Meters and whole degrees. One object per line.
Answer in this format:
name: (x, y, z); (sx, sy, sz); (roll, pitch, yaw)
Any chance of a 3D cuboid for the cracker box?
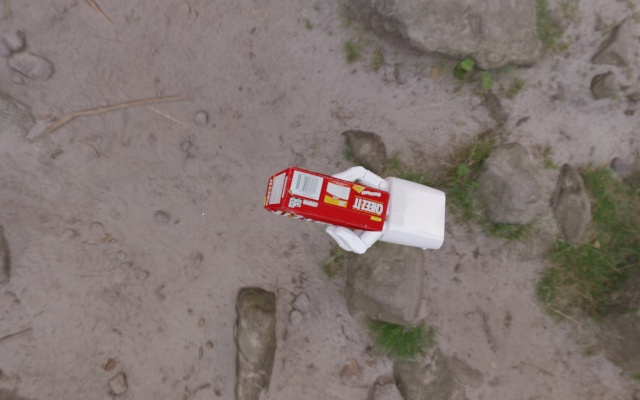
cracker box: (0.000, 0.002, 0.812); (0.164, 0.072, 0.213); (14, -5, -13)
